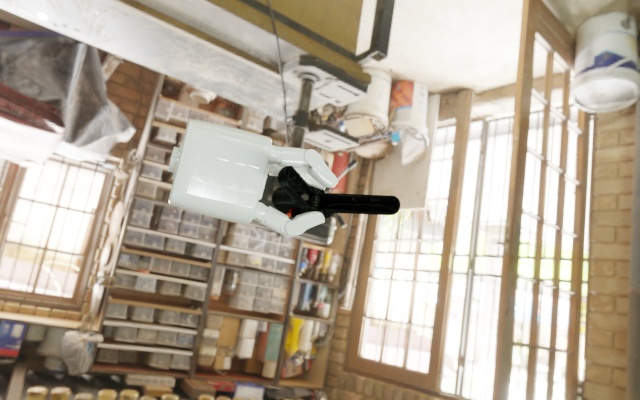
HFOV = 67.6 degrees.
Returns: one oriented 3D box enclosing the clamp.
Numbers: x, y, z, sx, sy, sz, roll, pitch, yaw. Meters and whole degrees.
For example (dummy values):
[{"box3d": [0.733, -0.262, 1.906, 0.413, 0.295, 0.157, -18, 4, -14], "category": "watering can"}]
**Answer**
[{"box3d": [0.000, 0.003, 0.660, 0.164, 0.036, 0.210, 14, -13, -16], "category": "clamp"}]
